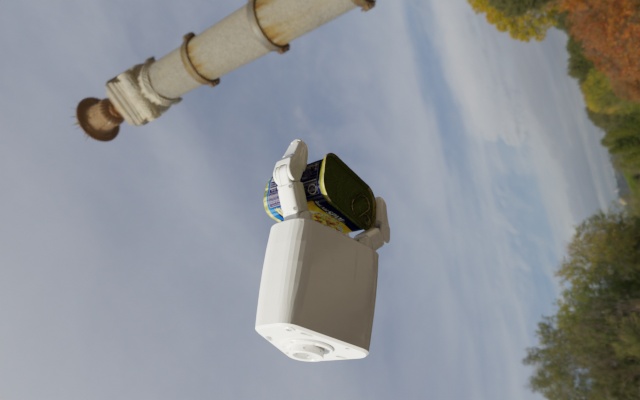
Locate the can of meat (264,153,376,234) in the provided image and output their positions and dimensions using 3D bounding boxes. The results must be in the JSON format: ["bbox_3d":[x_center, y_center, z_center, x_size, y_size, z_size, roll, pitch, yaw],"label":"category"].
[{"bbox_3d":[0.000,0.002,0.530,0.084,0.057,0.102,-16,-37,33],"label":"can of meat"}]
